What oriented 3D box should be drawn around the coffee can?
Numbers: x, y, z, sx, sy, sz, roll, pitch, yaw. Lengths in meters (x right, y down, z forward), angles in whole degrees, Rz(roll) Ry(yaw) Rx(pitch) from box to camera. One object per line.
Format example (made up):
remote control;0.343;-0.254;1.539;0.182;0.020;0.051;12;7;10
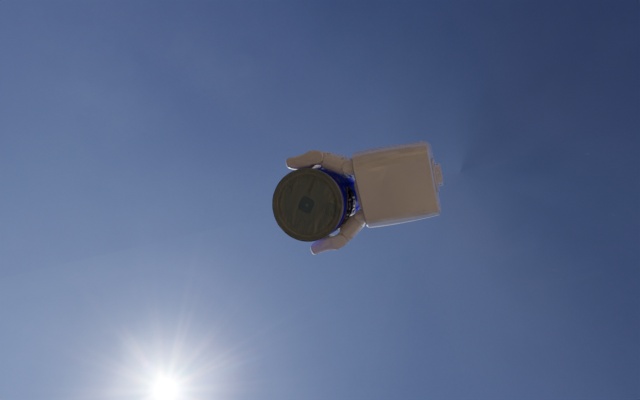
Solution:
coffee can;0.000;0.002;0.725;0.103;0.103;0.140;0;3;16
